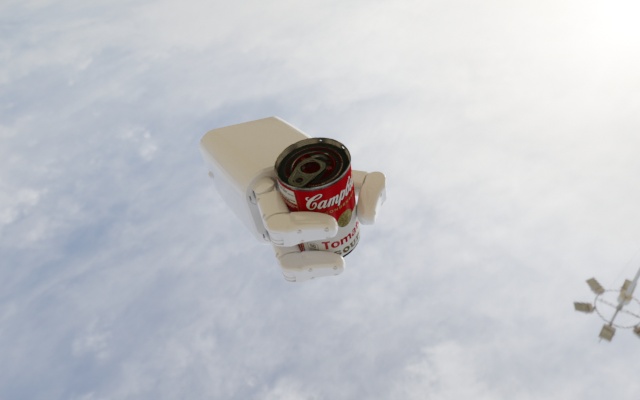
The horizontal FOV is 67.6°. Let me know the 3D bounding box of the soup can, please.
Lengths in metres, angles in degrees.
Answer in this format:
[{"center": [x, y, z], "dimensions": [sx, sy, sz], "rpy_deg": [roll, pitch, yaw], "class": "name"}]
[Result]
[{"center": [0.001, 0.002, 0.449], "dimensions": [0.068, 0.068, 0.102], "rpy_deg": [0, -44, 12], "class": "soup can"}]
